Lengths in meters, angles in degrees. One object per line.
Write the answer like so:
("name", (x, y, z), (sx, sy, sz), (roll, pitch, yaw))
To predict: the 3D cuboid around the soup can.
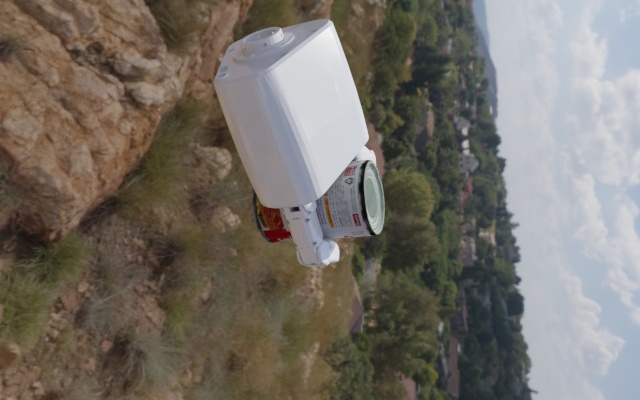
("soup can", (0.000, 0.002, 0.430), (0.102, 0.068, 0.068), (-5, -2, 21))
